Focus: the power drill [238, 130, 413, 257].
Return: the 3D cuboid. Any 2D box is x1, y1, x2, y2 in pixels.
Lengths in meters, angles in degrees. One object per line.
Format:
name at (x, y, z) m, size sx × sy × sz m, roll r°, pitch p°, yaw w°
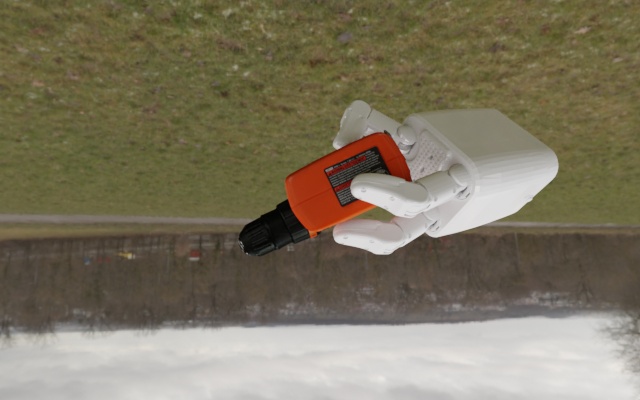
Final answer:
power drill at (0.000, 0.001, 0.474) m, size 0.184 × 0.057 × 0.187 m, roll -28°, pitch -3°, yaw -9°
